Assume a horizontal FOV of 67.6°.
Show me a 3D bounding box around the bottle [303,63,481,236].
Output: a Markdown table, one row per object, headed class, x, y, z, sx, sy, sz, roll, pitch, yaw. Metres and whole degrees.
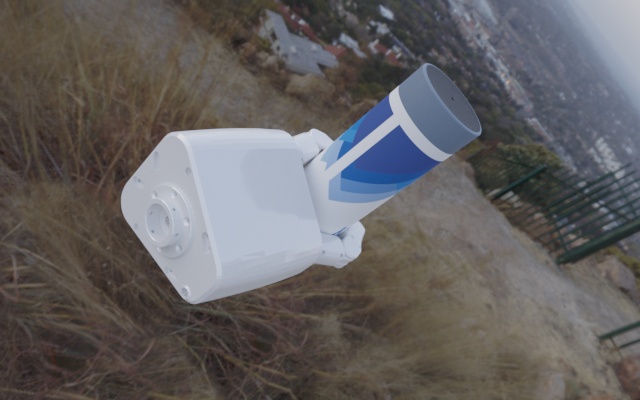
| class | x | y | z | sx | sy | sz | roll | pitch | yaw |
| --- | --- | --- | --- | --- | --- | --- | --- | --- | --- |
| bottle | 0.000 | 0.001 | 0.430 | 0.296 | 0.069 | 0.069 | -38 | -23 | 33 |
